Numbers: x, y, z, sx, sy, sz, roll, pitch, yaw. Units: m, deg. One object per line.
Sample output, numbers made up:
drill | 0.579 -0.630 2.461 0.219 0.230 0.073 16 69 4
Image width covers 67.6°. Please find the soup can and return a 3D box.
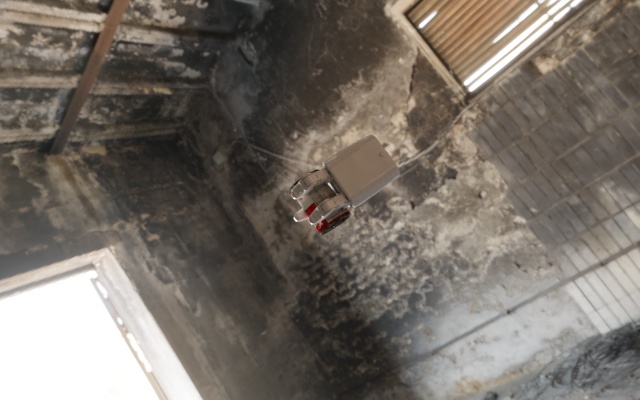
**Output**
soup can | 0.000 0.003 0.870 0.068 0.102 0.068 -33 -9 -6
